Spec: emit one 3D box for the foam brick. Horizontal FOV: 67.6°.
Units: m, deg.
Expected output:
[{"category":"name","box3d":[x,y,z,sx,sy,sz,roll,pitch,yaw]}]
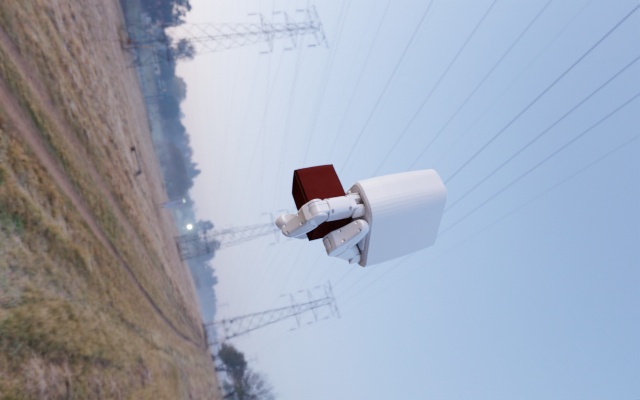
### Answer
[{"category":"foam brick","box3d":[0.000,0.002,0.595,0.051,0.078,0.053,-13,-29,-16]}]
